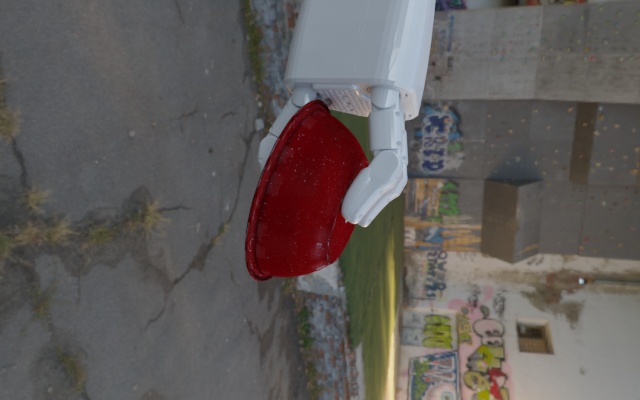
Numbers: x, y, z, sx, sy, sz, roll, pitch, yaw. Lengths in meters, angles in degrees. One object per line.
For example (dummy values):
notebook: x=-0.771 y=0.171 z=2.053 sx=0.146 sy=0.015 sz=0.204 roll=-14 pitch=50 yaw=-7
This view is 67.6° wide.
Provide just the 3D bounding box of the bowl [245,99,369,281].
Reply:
bowl: x=0.000 y=0.003 z=0.403 sx=0.055 sy=0.162 sz=0.162 roll=20 pitch=5 yaw=15
